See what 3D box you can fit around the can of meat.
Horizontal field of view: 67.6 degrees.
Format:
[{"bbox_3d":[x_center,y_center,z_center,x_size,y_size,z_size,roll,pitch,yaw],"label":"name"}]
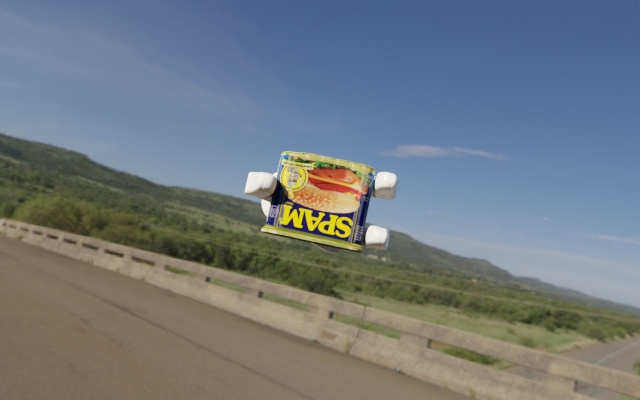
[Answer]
[{"bbox_3d":[0.000,0.001,0.482,0.102,0.084,0.057,12,-7,2],"label":"can of meat"}]
